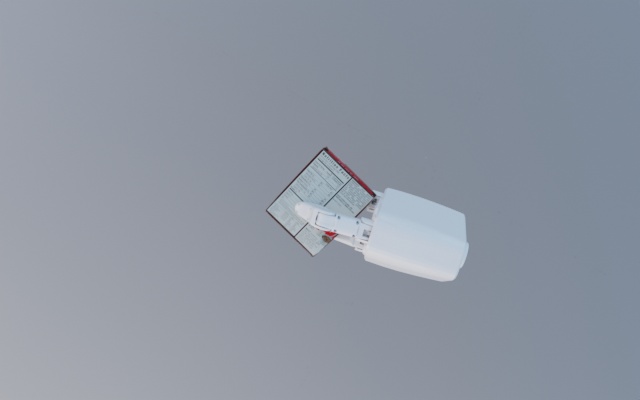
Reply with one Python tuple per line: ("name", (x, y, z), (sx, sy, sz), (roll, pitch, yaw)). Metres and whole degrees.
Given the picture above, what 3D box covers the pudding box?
("pudding box", (0.000, 0.002, 0.601), (0.113, 0.090, 0.039), (-45, -1, 10))
